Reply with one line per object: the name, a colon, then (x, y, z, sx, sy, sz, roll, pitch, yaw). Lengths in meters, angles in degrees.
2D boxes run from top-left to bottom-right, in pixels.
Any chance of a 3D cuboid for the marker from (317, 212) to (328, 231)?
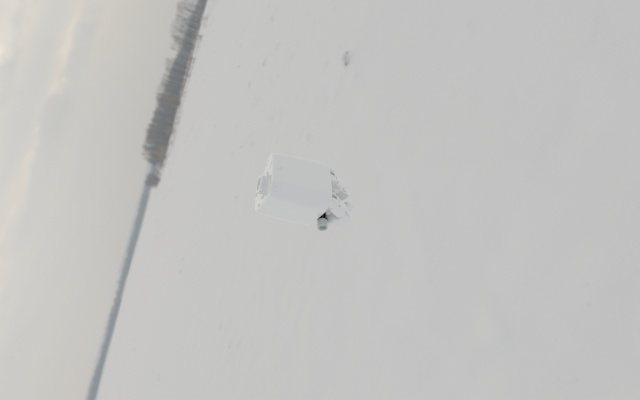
marker: (0.000, 0.003, 0.875, 0.020, 0.121, 0.020, -3, -41, -2)
